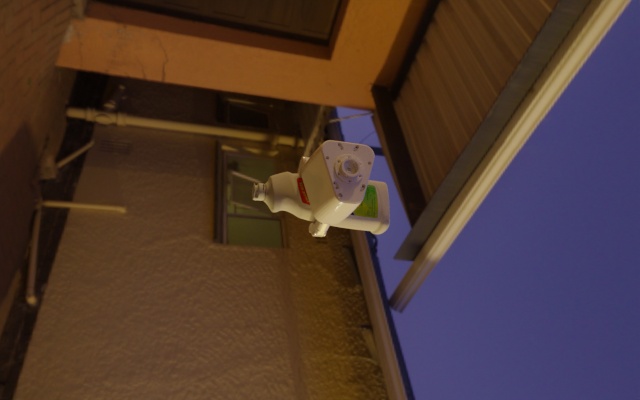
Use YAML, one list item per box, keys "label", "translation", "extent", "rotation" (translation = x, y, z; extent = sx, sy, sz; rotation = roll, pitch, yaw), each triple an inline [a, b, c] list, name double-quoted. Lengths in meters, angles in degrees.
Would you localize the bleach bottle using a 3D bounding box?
- label: "bleach bottle"
  translation: [0.000, 0.003, 0.882]
  extent: [0.251, 0.102, 0.068]
  rotation: [5, -19, -17]
